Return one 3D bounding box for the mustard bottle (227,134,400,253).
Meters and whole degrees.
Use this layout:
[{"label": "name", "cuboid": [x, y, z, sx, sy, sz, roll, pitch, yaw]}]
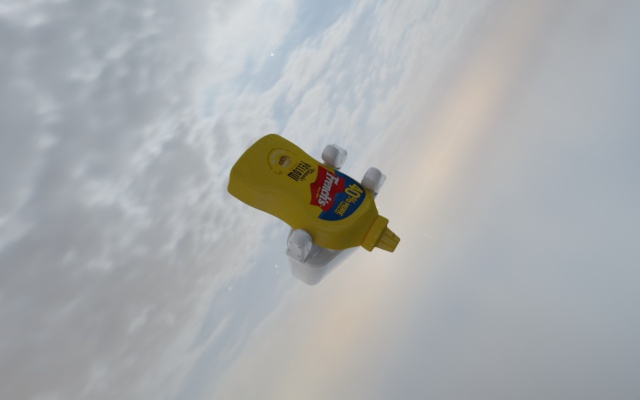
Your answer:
[{"label": "mustard bottle", "cuboid": [0.000, 0.001, 0.526, 0.191, 0.058, 0.096, 31, 43, 9]}]
